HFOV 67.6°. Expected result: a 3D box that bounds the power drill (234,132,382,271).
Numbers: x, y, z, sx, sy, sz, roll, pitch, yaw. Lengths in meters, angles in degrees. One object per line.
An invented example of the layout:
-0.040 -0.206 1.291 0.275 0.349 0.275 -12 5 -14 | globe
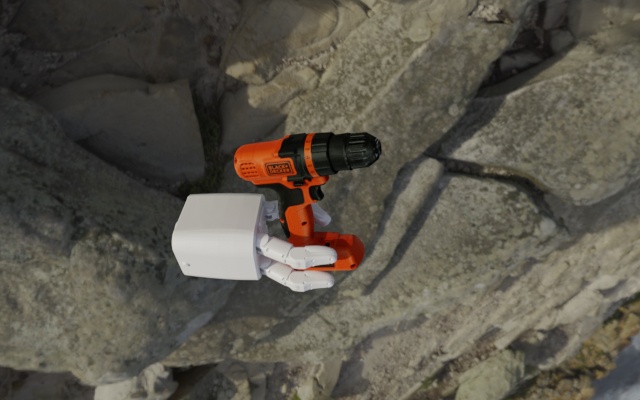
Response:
0.000 0.002 0.603 0.184 0.188 0.057 -3 32 24 | power drill
